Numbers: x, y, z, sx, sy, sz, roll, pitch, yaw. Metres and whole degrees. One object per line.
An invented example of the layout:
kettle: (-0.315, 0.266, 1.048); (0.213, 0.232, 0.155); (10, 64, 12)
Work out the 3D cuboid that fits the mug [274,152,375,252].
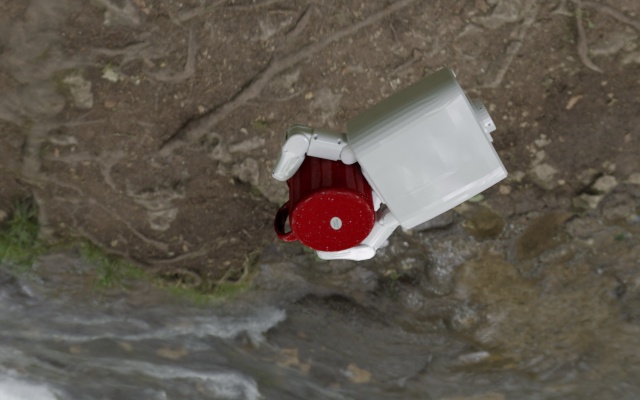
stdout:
mug: (-0.001, 0.002, 0.476); (0.117, 0.081, 0.093); (-29, -55, 20)
